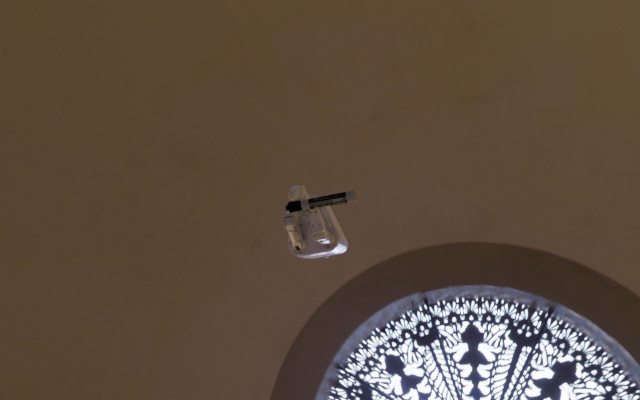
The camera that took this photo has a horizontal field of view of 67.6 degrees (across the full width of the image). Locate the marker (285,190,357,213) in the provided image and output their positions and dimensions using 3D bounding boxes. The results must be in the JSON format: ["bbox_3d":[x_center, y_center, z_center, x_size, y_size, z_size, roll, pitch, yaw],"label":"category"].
[{"bbox_3d":[0.000,0.003,0.793,0.121,0.020,0.020,-10,-2,12],"label":"marker"}]
